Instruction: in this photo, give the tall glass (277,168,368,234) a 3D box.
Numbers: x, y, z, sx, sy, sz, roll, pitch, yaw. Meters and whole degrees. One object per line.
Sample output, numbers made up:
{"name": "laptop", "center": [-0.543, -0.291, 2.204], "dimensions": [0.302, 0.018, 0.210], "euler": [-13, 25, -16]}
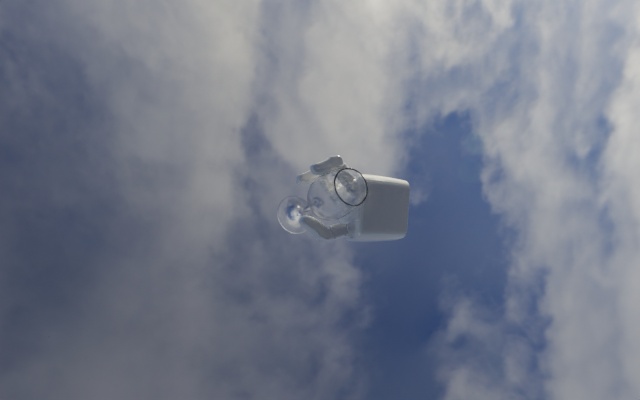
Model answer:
{"name": "tall glass", "center": [0.000, 0.003, 0.818], "dimensions": [0.079, 0.079, 0.201], "euler": [0, -14, -29]}
